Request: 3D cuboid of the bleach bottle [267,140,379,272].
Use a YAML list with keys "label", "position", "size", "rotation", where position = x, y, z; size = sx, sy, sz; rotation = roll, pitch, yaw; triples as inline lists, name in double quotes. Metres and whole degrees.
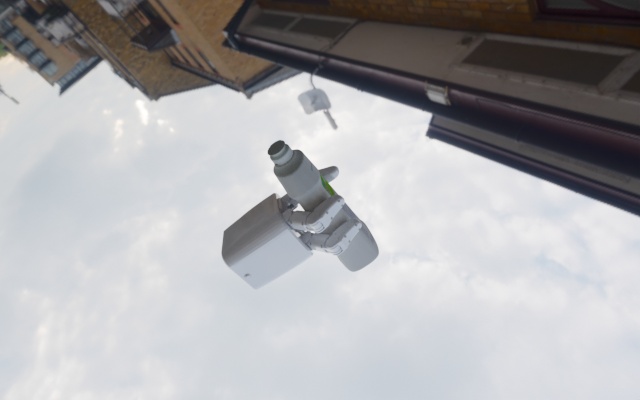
- label: "bleach bottle"
  position: [0.000, 0.002, 0.715]
  size: [0.068, 0.251, 0.102]
  rotation: [-35, 38, 5]
